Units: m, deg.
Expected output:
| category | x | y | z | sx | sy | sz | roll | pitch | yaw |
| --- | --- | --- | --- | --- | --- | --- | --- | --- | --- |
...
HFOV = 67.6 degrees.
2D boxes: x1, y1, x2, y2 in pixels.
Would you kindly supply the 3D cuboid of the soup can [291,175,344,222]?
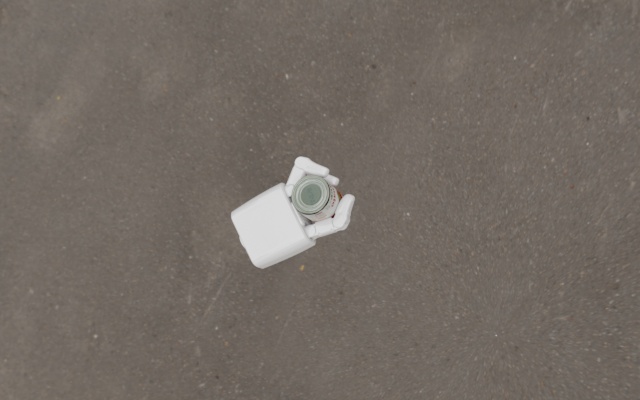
| category | x | y | z | sx | sy | sz | roll | pitch | yaw |
| --- | --- | --- | --- | --- | --- | --- | --- | --- | --- |
| soup can | 0.001 | 0.002 | 0.800 | 0.068 | 0.068 | 0.102 | 0 | -15 | 20 |
